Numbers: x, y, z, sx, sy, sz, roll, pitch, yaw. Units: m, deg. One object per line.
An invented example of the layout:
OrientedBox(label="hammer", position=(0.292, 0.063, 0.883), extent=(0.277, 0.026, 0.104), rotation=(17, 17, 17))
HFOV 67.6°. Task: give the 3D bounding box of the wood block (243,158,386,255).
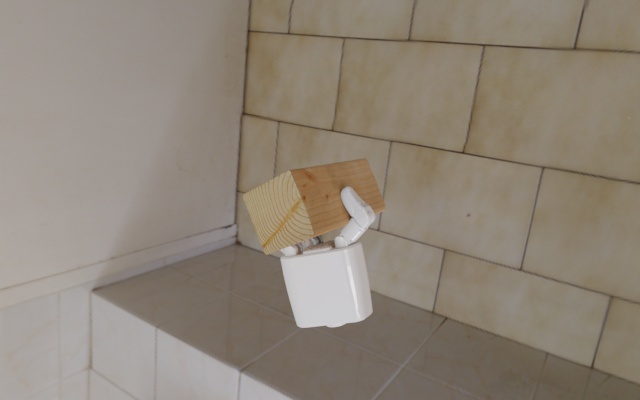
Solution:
OrientedBox(label="wood block", position=(0.000, 0.003, 0.695), extent=(0.091, 0.090, 0.206), rotation=(-24, -5, 33))
